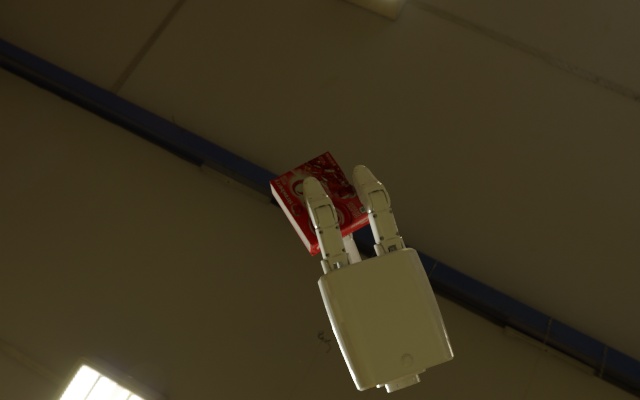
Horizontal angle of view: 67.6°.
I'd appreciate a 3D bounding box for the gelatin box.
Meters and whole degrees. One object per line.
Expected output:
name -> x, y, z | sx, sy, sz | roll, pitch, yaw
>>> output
gelatin box -> 0.000, 0.002, 0.500 | 0.073, 0.089, 0.030 | -28, -23, -13
